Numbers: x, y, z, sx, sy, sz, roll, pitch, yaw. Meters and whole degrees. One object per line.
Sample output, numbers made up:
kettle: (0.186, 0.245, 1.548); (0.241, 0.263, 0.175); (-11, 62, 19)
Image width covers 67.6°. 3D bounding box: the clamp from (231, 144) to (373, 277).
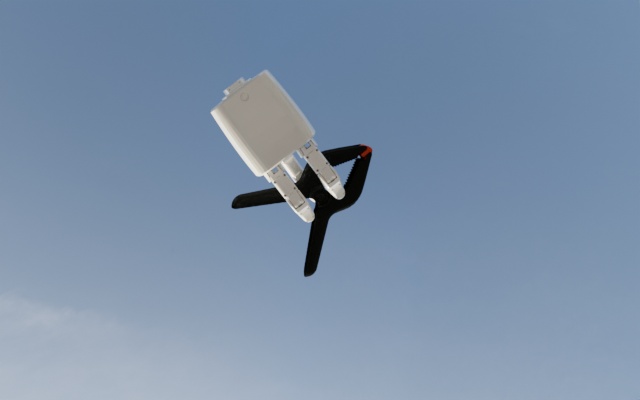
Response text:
clamp: (0.000, 0.002, 0.701); (0.210, 0.164, 0.036); (-38, 19, -2)
